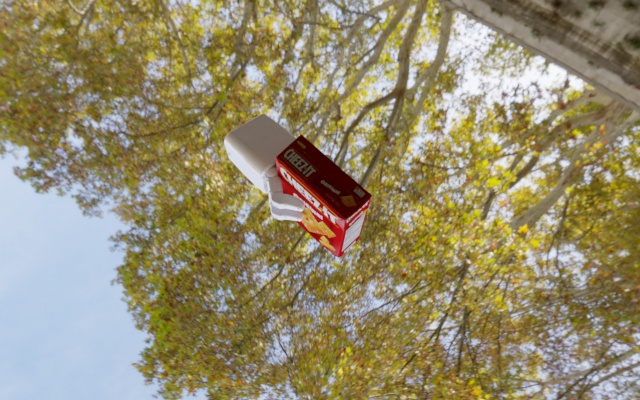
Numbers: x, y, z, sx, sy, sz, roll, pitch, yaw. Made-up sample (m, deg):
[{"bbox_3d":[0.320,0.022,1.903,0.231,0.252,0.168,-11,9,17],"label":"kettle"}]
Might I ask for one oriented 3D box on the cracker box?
[{"bbox_3d":[0.000,0.003,0.869,0.164,0.072,0.214,41,-18,15],"label":"cracker box"}]
